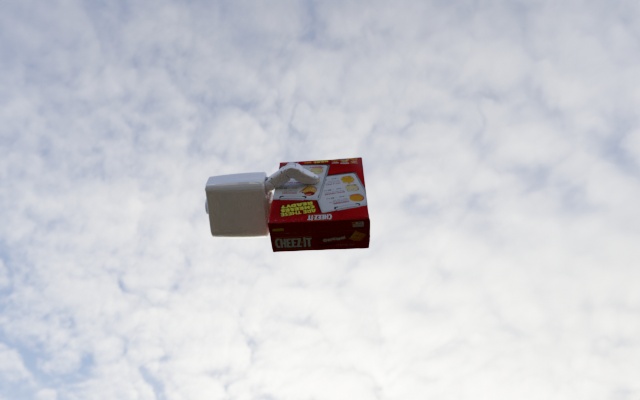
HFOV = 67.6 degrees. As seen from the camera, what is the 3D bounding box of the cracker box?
[{"bbox_3d":[0.000,0.003,0.855,0.164,0.072,0.213,-3,32,3],"label":"cracker box"}]
